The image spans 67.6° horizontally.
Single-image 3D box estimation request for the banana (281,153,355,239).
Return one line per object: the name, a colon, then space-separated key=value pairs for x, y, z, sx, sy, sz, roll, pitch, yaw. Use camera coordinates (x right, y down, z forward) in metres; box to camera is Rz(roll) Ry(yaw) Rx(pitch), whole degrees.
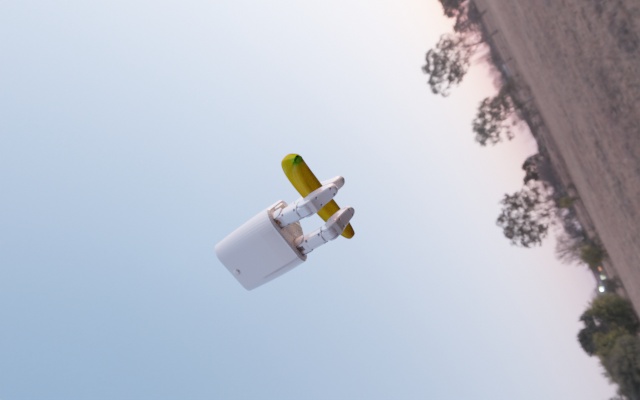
banana: x=-0.009 y=-0.010 z=0.715 sx=0.198 sy=0.037 sz=0.069 roll=52 pitch=2 yaw=-43
